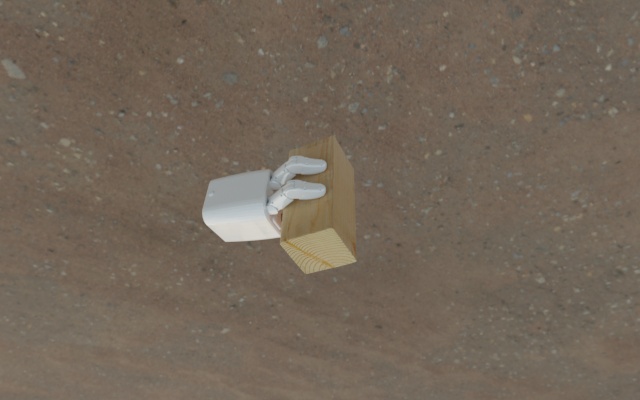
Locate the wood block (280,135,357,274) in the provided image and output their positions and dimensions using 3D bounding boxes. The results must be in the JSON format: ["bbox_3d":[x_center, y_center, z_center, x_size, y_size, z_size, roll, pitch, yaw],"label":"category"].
[{"bbox_3d":[0.000,0.003,0.780,0.090,0.206,0.091,-17,-46,19],"label":"wood block"}]
